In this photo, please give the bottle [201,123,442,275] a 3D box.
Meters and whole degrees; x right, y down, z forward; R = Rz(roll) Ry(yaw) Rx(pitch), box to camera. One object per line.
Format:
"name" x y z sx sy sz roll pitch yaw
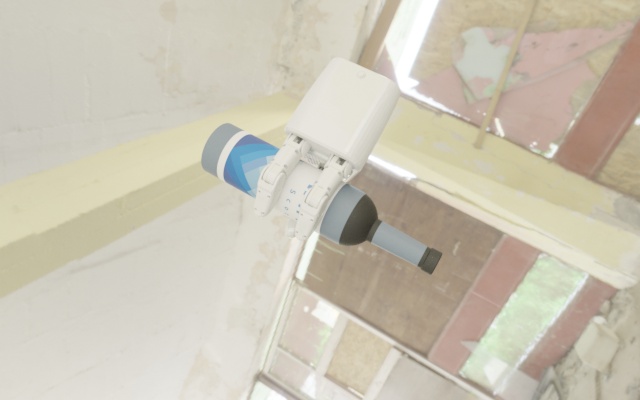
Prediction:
"bottle" 0.000 0.002 0.552 0.295 0.069 0.069 28 7 14
